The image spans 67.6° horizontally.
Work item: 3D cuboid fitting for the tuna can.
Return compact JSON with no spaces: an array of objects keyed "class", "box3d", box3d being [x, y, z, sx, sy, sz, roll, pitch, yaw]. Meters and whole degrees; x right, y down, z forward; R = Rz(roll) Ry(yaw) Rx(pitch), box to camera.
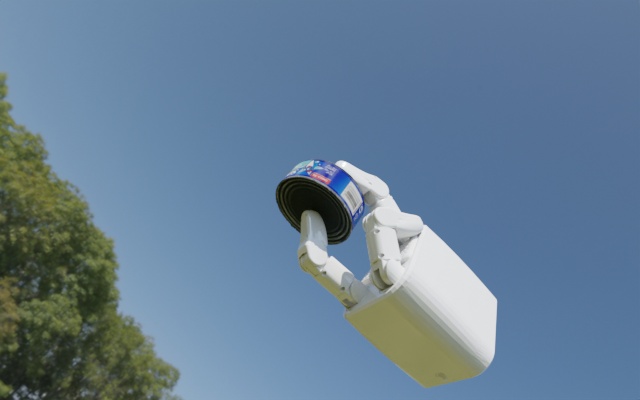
[{"class":"tuna can","box3d":[0.000,0.001,0.475,0.086,0.086,0.033,0,38,39]}]
